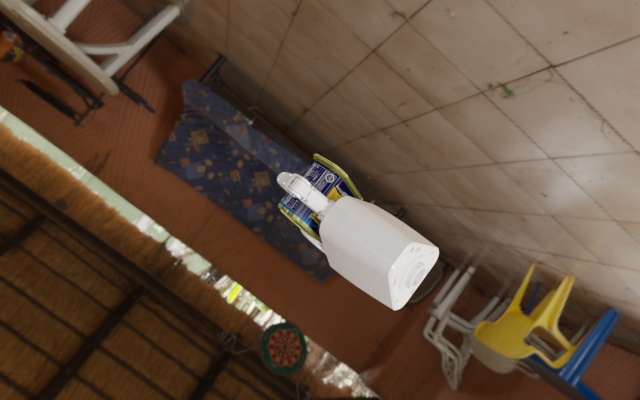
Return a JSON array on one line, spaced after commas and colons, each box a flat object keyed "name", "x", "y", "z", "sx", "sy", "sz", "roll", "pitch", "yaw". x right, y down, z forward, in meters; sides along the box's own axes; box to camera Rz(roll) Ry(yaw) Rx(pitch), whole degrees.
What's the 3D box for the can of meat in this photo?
[{"name": "can of meat", "x": 0.000, "y": 0.002, "z": 0.622, "sx": 0.057, "sy": 0.084, "sz": 0.102, "roll": 34, "pitch": -8, "yaw": 30}]
